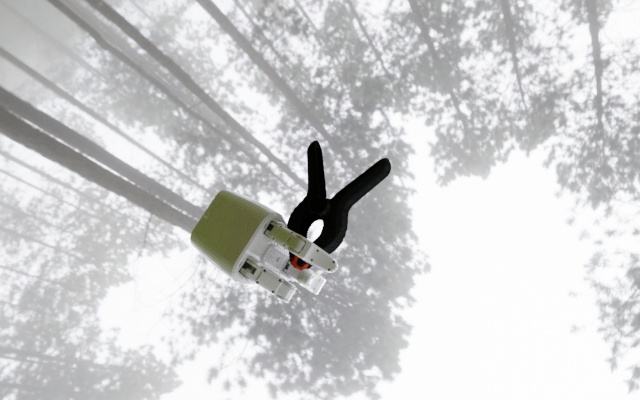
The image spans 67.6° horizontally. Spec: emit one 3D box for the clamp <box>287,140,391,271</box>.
[{"bbox_3d":[0.000,0.002,0.600,0.120,0.171,0.039,28,-9,39],"label":"clamp"}]
